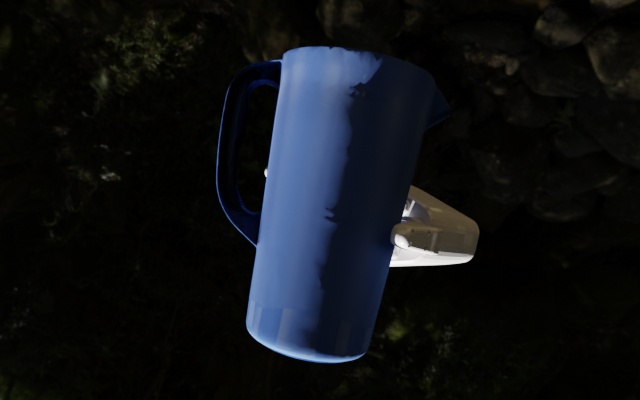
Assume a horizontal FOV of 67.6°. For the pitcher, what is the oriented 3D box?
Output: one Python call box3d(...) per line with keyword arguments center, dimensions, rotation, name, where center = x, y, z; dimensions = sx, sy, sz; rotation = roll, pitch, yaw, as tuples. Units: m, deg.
box3d(center=(0.000, 0.001, 0.409), dimensions=(0.149, 0.243, 0.145), rotation=(12, 1, 43), name="pitcher")
